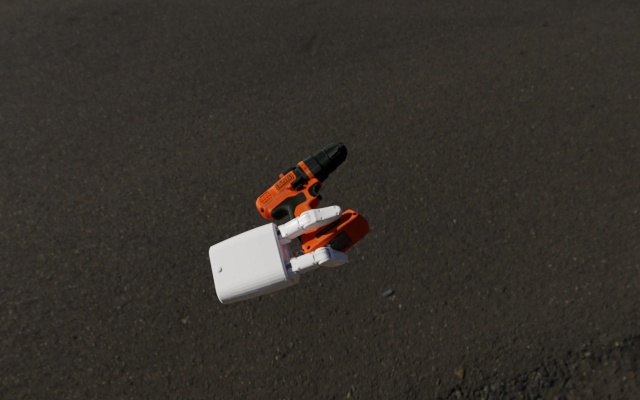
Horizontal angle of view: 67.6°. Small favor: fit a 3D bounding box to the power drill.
[{"bbox_3d":[0.000,0.003,0.770,0.057,0.184,0.187,49,2,-44],"label":"power drill"}]
